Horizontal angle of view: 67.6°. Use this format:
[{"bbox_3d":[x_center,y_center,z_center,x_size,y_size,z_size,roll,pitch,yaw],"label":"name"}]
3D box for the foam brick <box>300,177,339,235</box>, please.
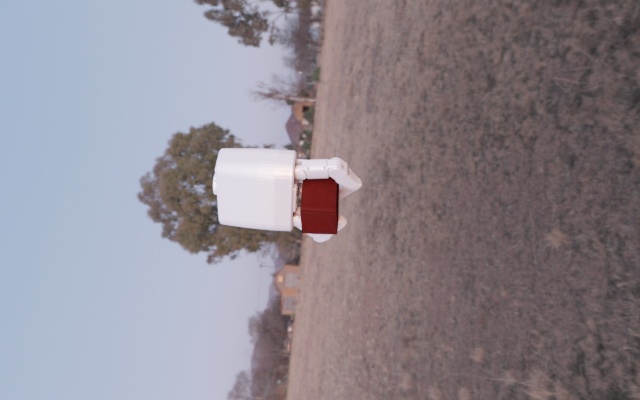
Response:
[{"bbox_3d":[0.000,0.002,0.667,0.051,0.078,0.053,2,-40,2],"label":"foam brick"}]
